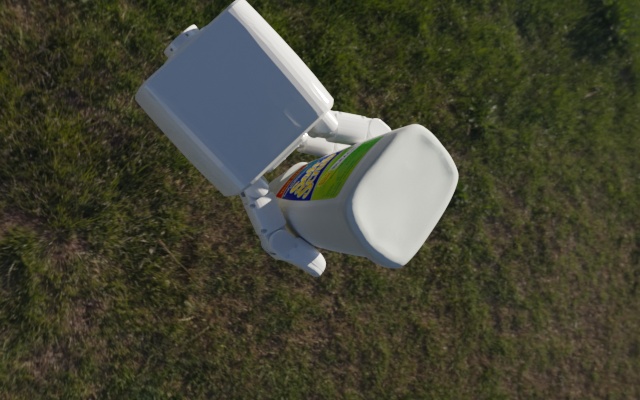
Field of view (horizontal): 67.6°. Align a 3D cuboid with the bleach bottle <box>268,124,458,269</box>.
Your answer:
[{"bbox_3d":[0.000,0.001,0.428,0.068,0.102,0.251,47,-23,-18],"label":"bleach bottle"}]
